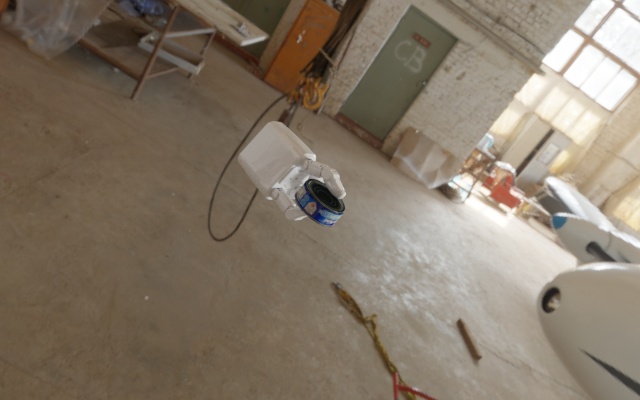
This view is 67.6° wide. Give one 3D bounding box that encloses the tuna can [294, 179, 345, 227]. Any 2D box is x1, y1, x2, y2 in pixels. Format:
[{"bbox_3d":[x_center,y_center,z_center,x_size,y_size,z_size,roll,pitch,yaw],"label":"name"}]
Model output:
[{"bbox_3d":[0.001,0.002,0.809,0.086,0.034,0.086,33,24,-17],"label":"tuna can"}]
